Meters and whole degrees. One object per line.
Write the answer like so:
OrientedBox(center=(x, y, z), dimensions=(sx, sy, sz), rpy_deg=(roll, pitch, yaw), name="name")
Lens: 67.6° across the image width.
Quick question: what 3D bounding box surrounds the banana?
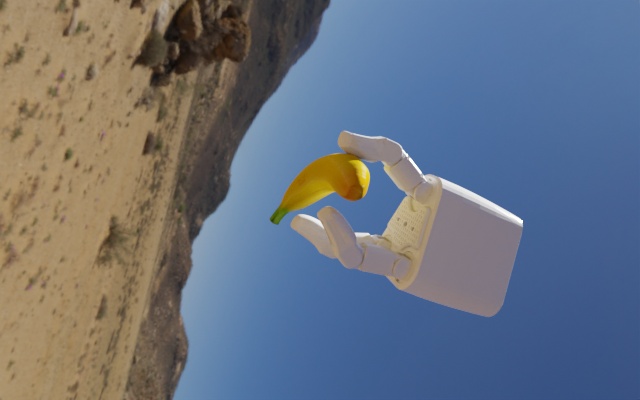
OrientedBox(center=(0.005, -0.014, 0.472), dimensions=(0.037, 0.069, 0.198), rpy_deg=(27, -19, -17), name="banana")
